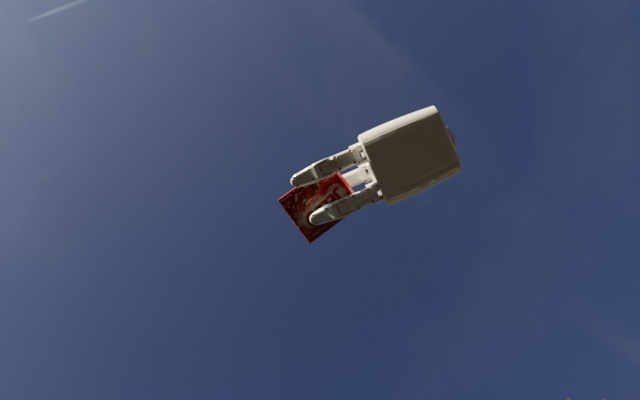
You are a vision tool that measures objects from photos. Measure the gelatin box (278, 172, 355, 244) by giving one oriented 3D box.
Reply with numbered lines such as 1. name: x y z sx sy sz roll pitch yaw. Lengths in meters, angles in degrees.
1. gelatin box: 0.000 0.002 0.641 0.089 0.073 0.030 -36 0 12
